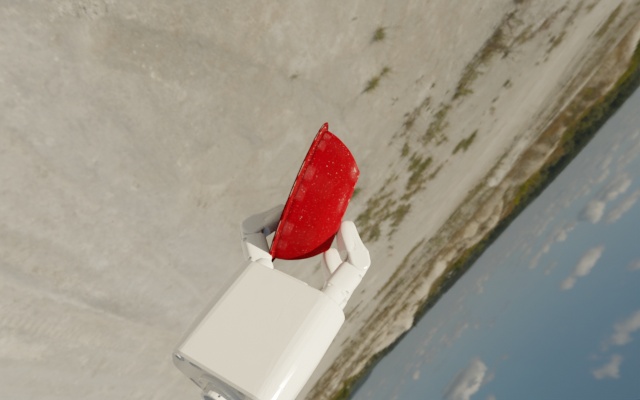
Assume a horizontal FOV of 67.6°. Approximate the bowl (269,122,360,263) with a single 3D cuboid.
[{"bbox_3d":[0.001,0.001,0.512,0.055,0.162,0.162,22,1,2],"label":"bowl"}]
